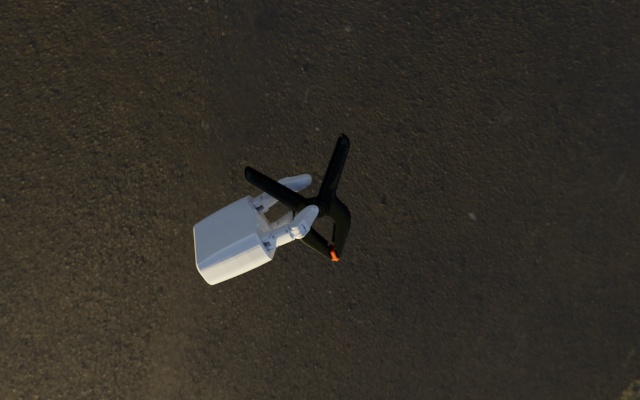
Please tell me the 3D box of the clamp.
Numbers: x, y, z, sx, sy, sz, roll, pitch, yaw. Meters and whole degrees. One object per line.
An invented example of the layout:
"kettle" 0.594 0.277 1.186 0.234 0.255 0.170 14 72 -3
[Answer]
"clamp" 0.000 0.003 0.749 0.164 0.210 0.036 -24 27 8
